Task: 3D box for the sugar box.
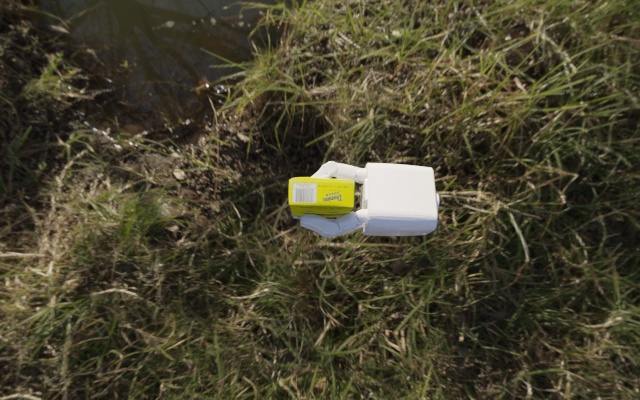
[{"bbox_3d":[0.000,0.003,0.748,0.093,0.048,0.176,3,-11,0],"label":"sugar box"}]
